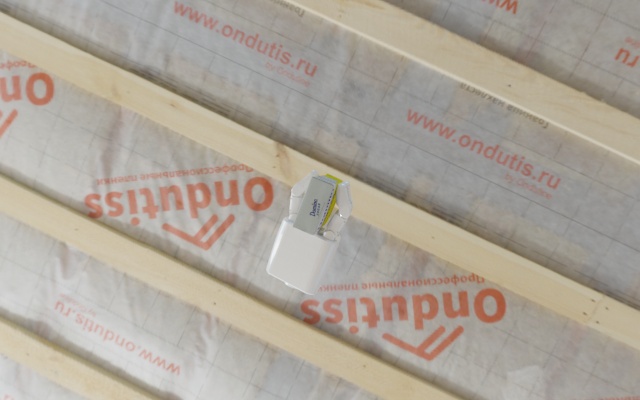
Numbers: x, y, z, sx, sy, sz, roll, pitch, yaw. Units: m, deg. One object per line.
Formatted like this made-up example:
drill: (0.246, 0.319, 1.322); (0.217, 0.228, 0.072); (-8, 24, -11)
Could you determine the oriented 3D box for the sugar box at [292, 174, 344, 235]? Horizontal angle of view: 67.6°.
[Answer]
sugar box: (0.001, 0.003, 0.860); (0.048, 0.093, 0.176); (22, 8, 3)
